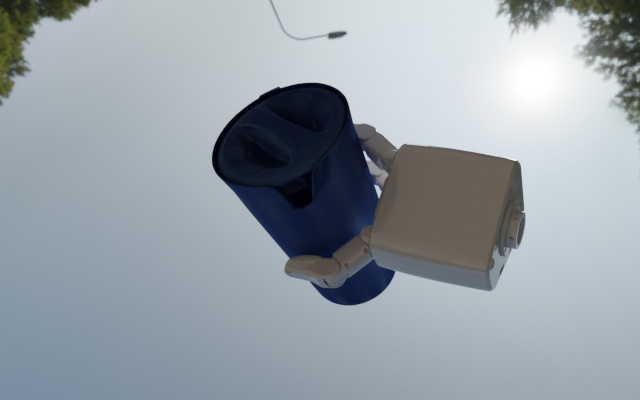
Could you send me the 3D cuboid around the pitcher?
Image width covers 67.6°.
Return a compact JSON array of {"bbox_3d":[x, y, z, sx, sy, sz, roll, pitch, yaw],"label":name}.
[{"bbox_3d":[0.000,0.002,0.511,0.145,0.149,0.243,12,-33,33],"label":"pitcher"}]
